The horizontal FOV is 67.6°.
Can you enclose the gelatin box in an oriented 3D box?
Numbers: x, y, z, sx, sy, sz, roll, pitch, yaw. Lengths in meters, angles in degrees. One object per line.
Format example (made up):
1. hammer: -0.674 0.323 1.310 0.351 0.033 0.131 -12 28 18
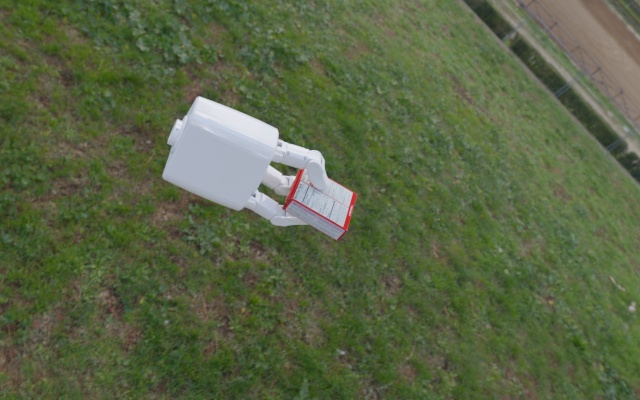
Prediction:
1. gelatin box: 0.001 0.002 0.645 0.089 0.073 0.030 29 -47 -10
